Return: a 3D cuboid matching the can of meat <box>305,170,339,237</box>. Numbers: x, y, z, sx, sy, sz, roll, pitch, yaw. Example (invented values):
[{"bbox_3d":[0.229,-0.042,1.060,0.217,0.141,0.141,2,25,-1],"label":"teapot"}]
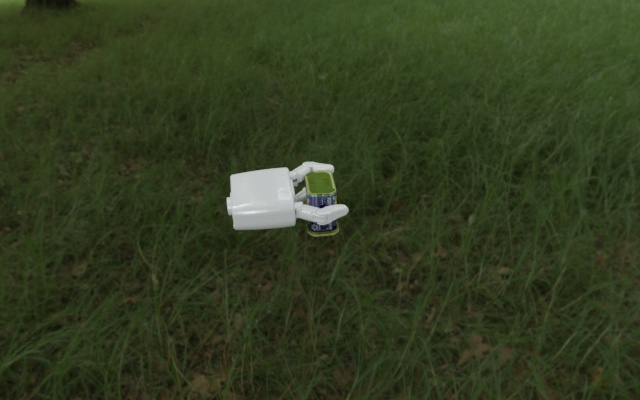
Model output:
[{"bbox_3d":[0.000,0.003,0.869,0.057,0.084,0.102,-4,28,-4],"label":"can of meat"}]
